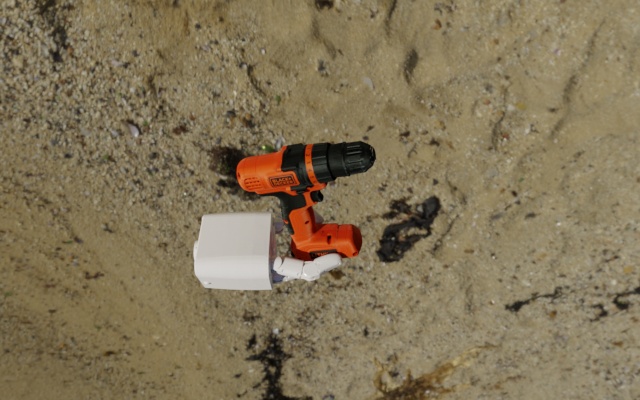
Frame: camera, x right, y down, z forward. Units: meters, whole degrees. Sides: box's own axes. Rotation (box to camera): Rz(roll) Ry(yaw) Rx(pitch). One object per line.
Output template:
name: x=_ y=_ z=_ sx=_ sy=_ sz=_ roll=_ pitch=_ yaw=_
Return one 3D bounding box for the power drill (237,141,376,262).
power drill: x=0.000 y=0.003 z=0.655 sx=0.184 sy=0.188 sz=0.057 roll=-6 pitch=42 yaw=19
